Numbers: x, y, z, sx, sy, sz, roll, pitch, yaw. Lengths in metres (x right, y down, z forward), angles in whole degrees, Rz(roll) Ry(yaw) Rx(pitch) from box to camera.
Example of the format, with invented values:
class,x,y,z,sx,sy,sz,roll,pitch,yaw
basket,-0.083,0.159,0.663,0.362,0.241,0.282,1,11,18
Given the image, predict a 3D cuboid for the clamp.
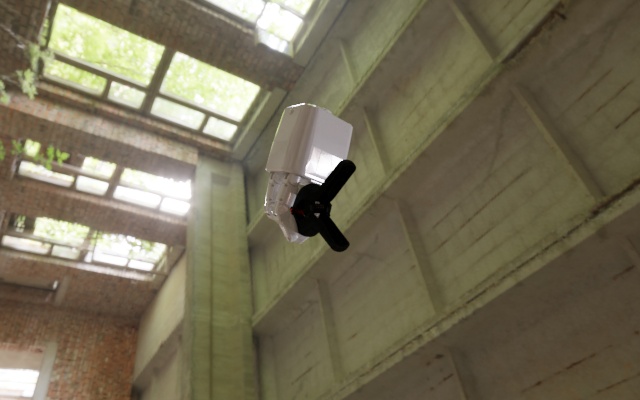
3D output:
class,x,y,z,sx,sy,sz,roll,pitch,yaw
clamp,0.001,0.002,0.679,0.039,0.120,0.171,16,-4,-29
